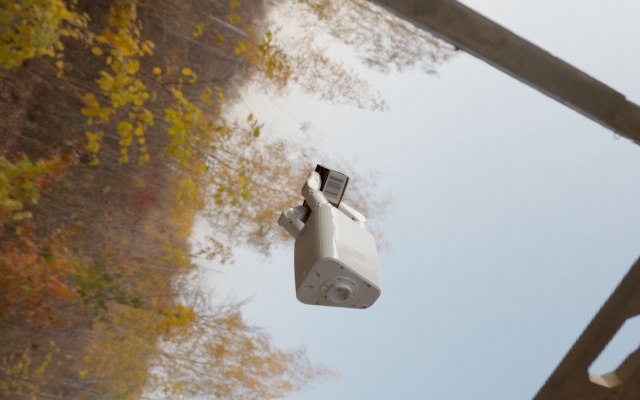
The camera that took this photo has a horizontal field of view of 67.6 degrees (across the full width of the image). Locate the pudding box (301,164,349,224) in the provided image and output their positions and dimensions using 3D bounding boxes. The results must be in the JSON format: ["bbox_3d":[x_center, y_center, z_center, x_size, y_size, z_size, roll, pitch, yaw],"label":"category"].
[{"bbox_3d":[0.000,0.003,0.765,0.039,0.113,0.090,21,5,-17],"label":"pudding box"}]
